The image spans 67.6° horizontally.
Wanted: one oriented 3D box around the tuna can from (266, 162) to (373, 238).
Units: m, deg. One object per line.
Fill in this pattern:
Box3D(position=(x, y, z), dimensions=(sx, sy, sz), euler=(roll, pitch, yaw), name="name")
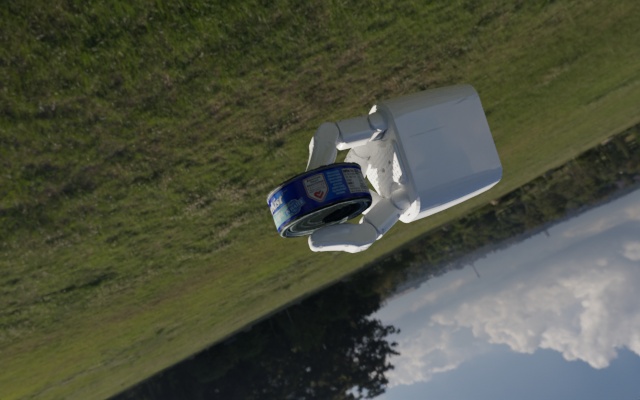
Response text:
Box3D(position=(0.000, 0.002, 0.405), dimensions=(0.086, 0.033, 0.086), euler=(-19, -15, -5), name="tuna can")
